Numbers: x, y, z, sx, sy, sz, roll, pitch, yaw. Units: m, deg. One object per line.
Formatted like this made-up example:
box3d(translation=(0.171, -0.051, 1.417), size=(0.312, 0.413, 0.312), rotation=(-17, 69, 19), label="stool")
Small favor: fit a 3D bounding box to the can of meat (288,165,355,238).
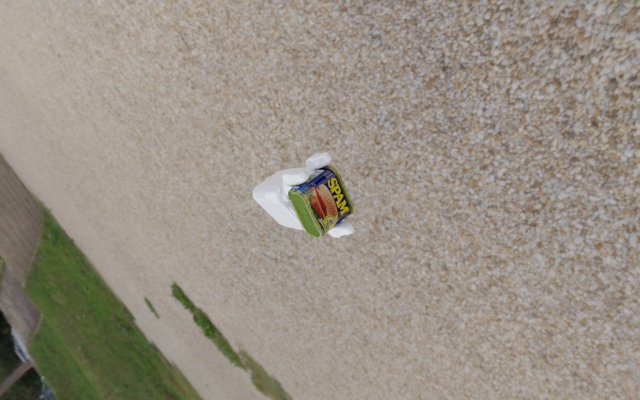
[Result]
box3d(translation=(0.000, 0.003, 0.825), size=(0.084, 0.102, 0.057), rotation=(-37, 26, -28), label="can of meat")
